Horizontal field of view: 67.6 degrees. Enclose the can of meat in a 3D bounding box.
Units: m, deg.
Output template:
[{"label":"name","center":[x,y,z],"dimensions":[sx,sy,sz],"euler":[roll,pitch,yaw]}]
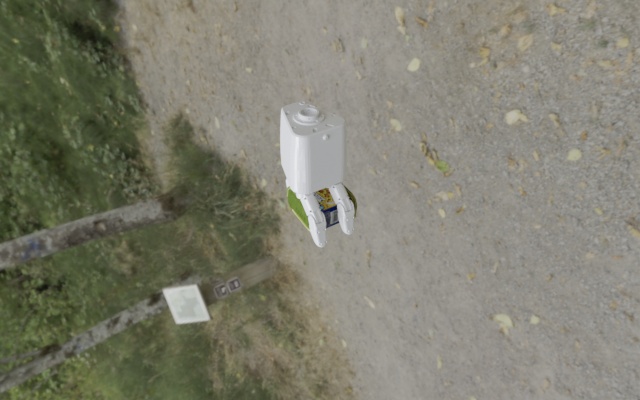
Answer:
[{"label":"can of meat","center":[0.000,0.003,0.830],"dimensions":[0.084,0.057,0.102],"euler":[-21,48,-25]}]
